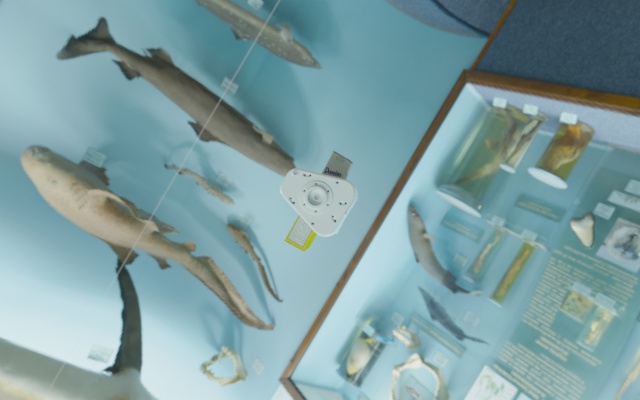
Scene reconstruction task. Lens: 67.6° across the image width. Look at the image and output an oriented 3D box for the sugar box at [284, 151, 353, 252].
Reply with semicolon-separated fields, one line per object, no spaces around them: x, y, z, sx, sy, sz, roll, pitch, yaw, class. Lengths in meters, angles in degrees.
0.001;0.003;0.854;0.048;0.176;0.093;31;1;4;sugar box
